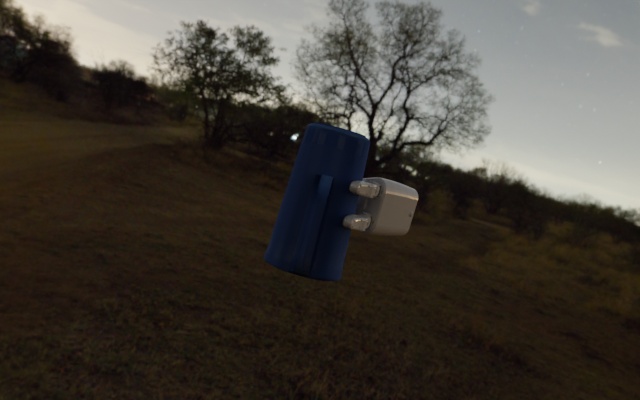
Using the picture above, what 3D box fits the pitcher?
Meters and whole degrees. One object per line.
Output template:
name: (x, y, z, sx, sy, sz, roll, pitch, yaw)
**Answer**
pitcher: (0.000, 0.003, 0.775, 0.145, 0.243, 0.149, 10, 7, -43)
